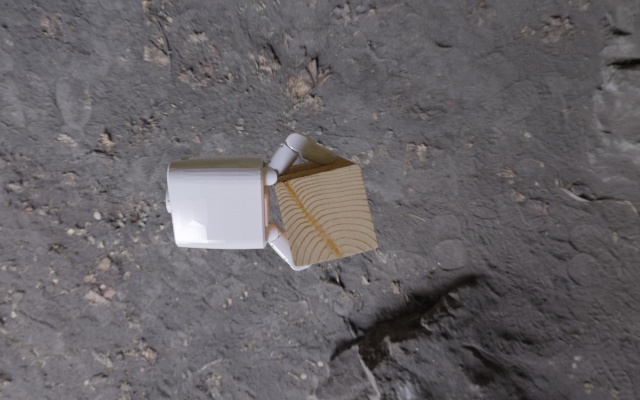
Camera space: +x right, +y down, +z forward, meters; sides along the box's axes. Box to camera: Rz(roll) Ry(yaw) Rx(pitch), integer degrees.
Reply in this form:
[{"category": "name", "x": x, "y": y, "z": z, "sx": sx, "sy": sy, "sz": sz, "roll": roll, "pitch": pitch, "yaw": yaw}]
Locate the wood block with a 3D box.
[{"category": "wood block", "x": 0.000, "y": 0.002, "z": 0.577, "sx": 0.090, "sy": 0.091, "sz": 0.206, "roll": -13, "pitch": 9, "yaw": -2}]
